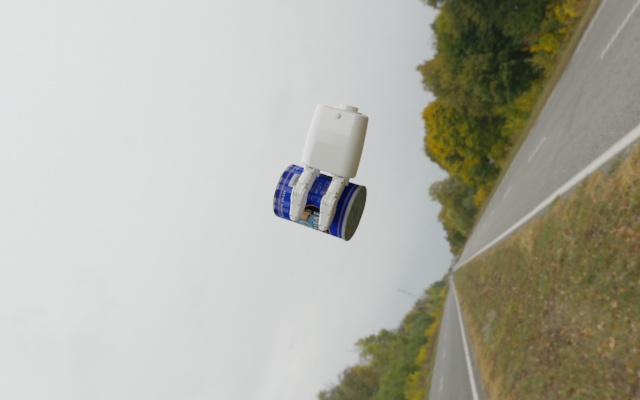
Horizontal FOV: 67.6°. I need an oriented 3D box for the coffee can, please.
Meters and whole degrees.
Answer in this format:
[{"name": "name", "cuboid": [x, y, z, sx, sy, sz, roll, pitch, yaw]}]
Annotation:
[{"name": "coffee can", "cuboid": [0.000, 0.003, 0.859, 0.140, 0.103, 0.103, 18, 6, 17]}]
